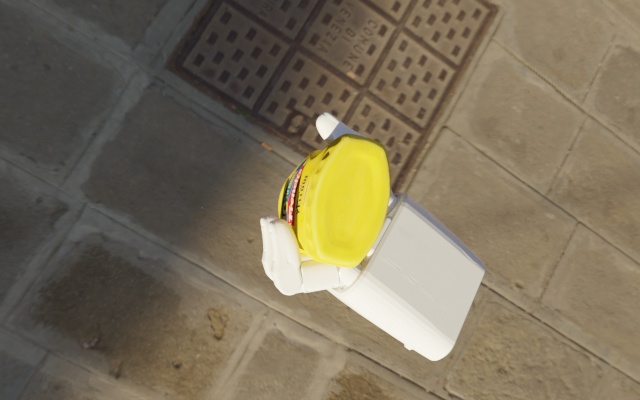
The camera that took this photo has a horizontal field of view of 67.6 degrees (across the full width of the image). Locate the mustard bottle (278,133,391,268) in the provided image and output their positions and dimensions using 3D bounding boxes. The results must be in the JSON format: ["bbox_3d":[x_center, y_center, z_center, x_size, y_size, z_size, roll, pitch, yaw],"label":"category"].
[{"bbox_3d":[0.000,0.001,0.426,0.058,0.096,0.191,13,-4,-13],"label":"mustard bottle"}]
